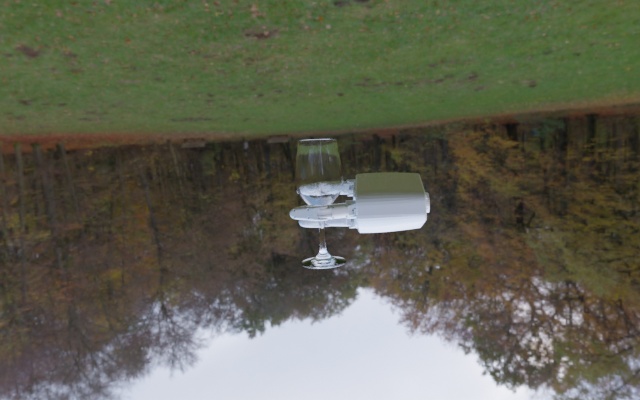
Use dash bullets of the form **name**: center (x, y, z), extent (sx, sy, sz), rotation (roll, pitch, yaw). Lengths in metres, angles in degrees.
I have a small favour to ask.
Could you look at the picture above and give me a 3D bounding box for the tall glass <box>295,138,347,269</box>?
- **tall glass**: center (0.000, 0.003, 0.765), extent (0.079, 0.201, 0.079), rotation (-4, 7, 0)
